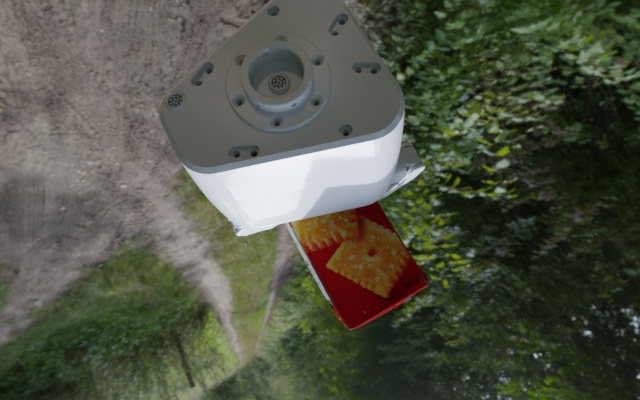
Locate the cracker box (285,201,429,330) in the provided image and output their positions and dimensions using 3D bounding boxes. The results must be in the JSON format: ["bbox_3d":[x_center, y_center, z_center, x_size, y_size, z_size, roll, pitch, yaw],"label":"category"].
[{"bbox_3d":[0.000,0.002,0.414,0.072,0.213,0.164,-29,-14,-4],"label":"cracker box"}]
